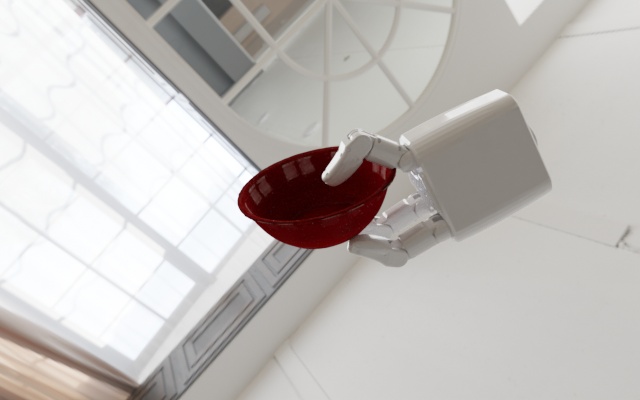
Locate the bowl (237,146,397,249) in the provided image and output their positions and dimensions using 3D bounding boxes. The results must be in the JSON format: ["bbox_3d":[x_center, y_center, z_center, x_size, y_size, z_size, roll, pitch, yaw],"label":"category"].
[{"bbox_3d":[-0.001,0.002,0.487,0.162,0.055,0.162,-11,27,6],"label":"bowl"}]
